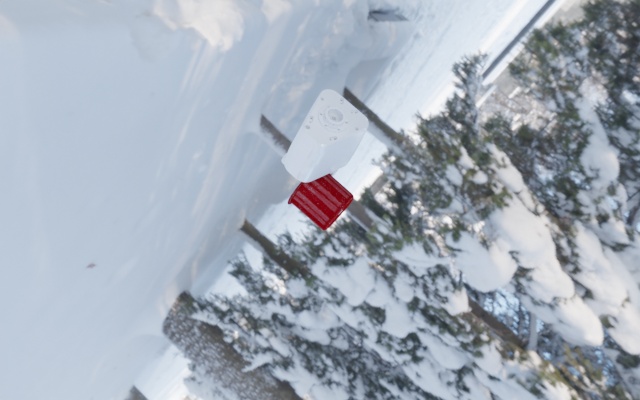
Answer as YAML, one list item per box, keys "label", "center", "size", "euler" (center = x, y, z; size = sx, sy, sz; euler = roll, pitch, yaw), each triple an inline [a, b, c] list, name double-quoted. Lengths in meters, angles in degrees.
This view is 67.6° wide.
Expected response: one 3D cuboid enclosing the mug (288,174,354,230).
- label: "mug"
  center: [0.000, 0.004, 0.838]
  size: [0.093, 0.081, 0.117]
  euler: [-45, -7, -31]
